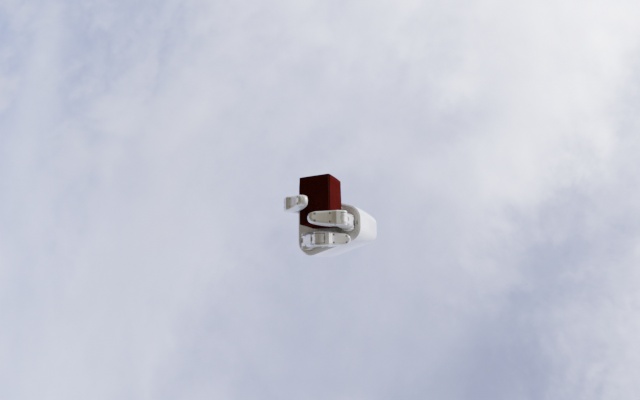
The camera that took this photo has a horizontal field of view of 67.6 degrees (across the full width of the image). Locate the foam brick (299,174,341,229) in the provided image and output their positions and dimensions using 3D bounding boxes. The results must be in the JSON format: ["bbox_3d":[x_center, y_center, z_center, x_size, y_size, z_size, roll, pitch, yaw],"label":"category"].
[{"bbox_3d":[0.000,0.002,0.756,0.053,0.078,0.051,-5,-11,23],"label":"foam brick"}]
